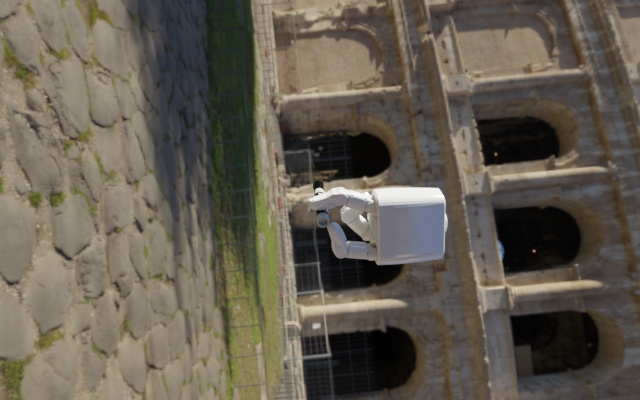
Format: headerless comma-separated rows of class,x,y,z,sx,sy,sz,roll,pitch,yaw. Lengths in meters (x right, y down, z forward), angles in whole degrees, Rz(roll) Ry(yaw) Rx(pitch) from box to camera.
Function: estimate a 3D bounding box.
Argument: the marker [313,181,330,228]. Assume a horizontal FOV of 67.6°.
marker,0.000,0.002,0.765,0.020,0.020,0.121,0,31,-5
